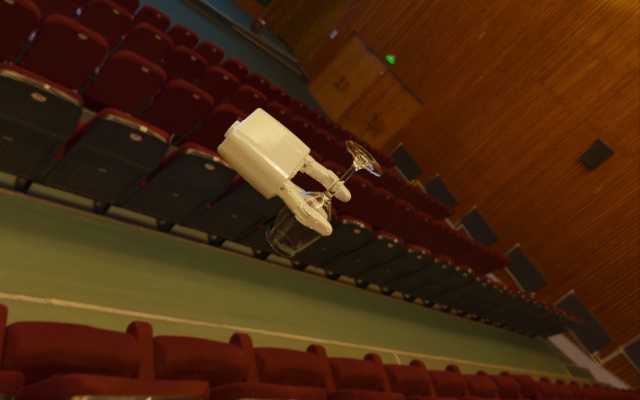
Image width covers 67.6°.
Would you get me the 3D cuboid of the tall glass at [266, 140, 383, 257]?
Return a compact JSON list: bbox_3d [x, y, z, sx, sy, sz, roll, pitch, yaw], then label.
[{"bbox_3d":[0.001,0.002,0.741,0.201,0.079,0.079,-46,-21,21],"label":"tall glass"}]
